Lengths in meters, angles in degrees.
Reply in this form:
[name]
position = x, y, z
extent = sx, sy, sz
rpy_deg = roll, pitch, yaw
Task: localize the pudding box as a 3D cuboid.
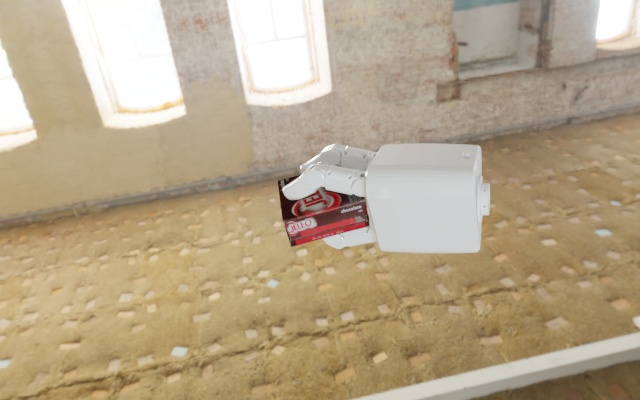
[pudding box]
position = 0.000, 0.002, 0.547
extent = 0.090, 0.039, 0.113
rpy_deg = -14, 24, -2
